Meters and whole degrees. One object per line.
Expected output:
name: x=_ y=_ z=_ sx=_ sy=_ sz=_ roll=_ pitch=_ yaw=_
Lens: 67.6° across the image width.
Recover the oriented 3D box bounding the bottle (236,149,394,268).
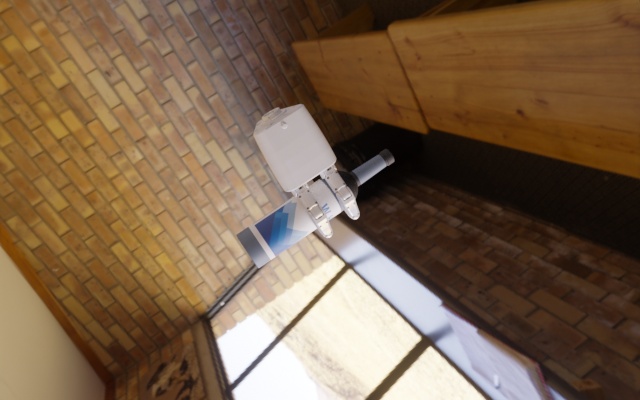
bottle: x=0.000 y=0.003 z=0.807 sx=0.295 sy=0.069 sz=0.069 roll=-34 pitch=6 yaw=-9
